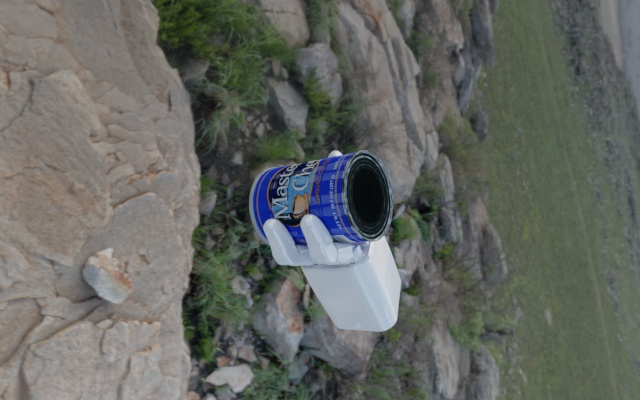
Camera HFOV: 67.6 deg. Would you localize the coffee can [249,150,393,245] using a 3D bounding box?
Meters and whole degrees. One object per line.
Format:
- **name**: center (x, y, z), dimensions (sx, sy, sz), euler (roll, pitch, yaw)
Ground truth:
- **coffee can**: center (0.000, 0.002, 0.570), dimensions (0.140, 0.103, 0.103), euler (-7, -4, 37)
